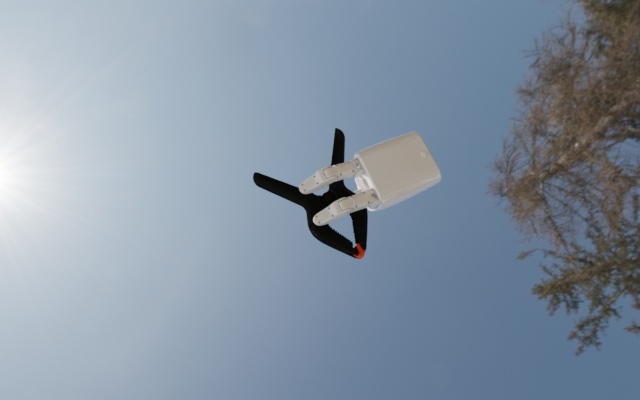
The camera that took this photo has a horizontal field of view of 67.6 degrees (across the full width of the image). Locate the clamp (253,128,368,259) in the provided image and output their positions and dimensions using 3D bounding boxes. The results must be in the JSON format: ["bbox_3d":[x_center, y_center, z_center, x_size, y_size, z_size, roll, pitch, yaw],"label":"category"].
[{"bbox_3d":[0.001,0.003,0.743,0.164,0.210,0.036,-24,-18,-5],"label":"clamp"}]
